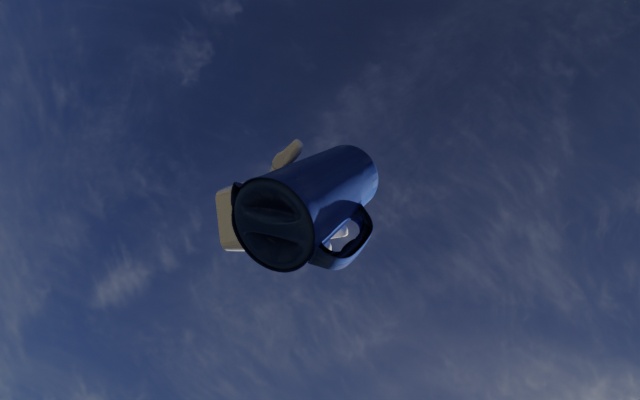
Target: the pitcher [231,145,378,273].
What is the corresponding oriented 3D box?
[{"bbox_3d":[0.000,0.002,0.705,0.145,0.149,0.242,-11,13,35],"label":"pitcher"}]
